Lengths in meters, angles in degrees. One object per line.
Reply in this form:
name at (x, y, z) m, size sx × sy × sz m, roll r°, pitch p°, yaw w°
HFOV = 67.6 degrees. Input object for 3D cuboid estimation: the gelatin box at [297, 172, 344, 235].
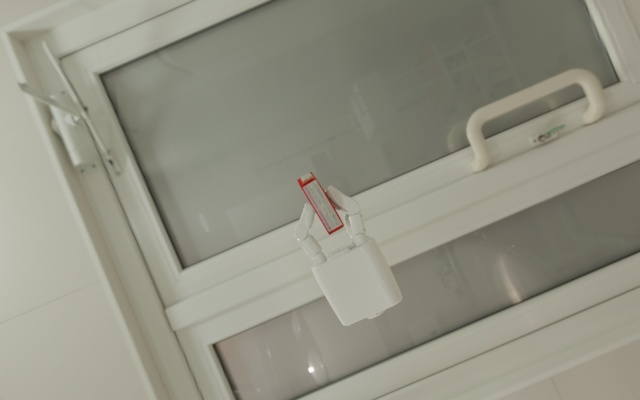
gelatin box at (0.000, 0.002, 0.743) m, size 0.030 × 0.089 × 0.073 m, roll -32°, pitch 12°, yaw 0°
